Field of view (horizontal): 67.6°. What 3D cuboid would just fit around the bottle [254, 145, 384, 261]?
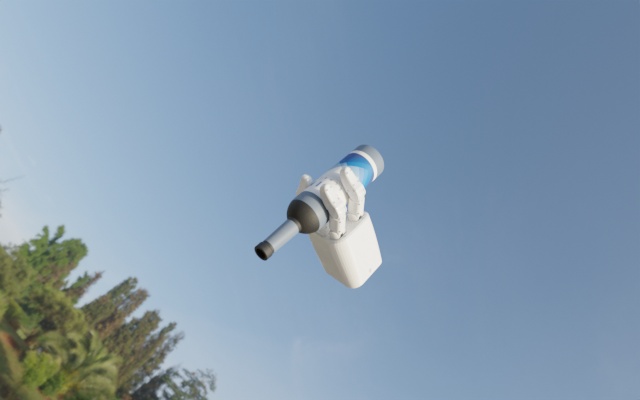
[{"bbox_3d":[0.000,0.002,0.807,0.069,0.069,0.295,0,32,47],"label":"bottle"}]
